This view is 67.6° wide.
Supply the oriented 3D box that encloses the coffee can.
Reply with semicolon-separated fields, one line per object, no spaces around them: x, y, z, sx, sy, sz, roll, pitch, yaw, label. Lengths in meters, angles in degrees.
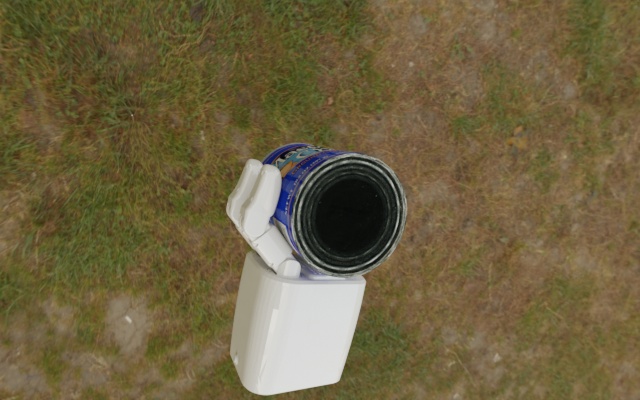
0.000;0.001;0.446;0.103;0.103;0.140;0;10;-21;coffee can
